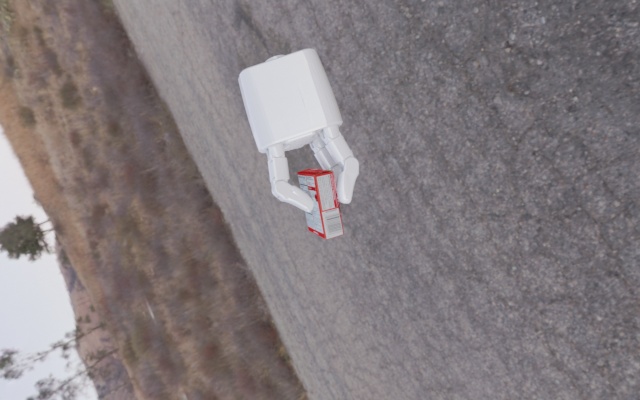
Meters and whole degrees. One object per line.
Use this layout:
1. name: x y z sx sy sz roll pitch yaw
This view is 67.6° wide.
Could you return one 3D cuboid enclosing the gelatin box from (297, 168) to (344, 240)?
1. gelatin box: 0.000 0.003 0.647 0.030 0.089 0.073 -13 10 -18
